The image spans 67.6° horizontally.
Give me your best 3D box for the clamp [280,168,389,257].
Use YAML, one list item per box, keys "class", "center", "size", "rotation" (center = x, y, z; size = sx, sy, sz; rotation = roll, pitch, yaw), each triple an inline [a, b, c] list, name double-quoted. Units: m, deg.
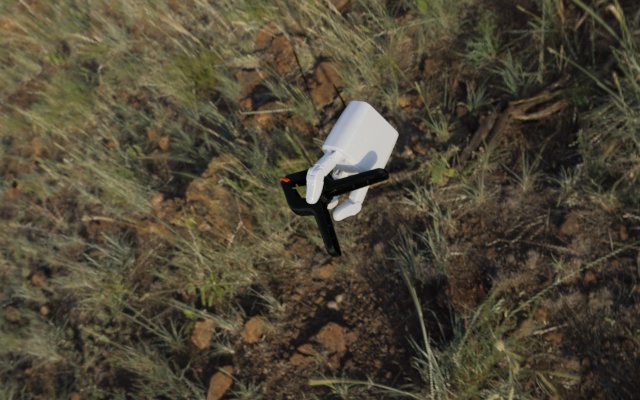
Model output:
- class: "clamp"
  center: [-0.001, 0.002, 0.821]
  size: [0.210, 0.164, 0.036]
  rotation: [15, -20, 41]
